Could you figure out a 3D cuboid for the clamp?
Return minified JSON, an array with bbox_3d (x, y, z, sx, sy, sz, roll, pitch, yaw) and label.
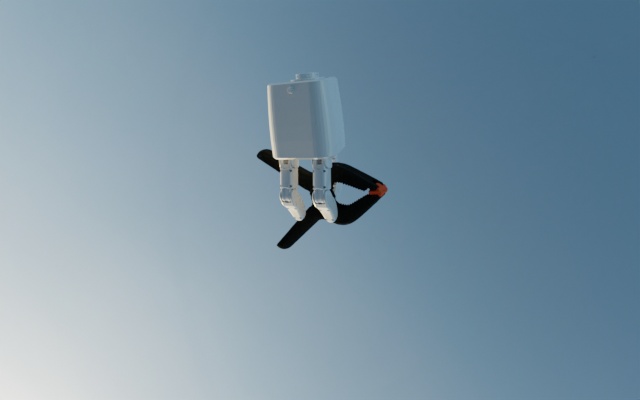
[{"bbox_3d":[0.001,0.002,0.726,0.210,0.164,0.036,3,18,29],"label":"clamp"}]
